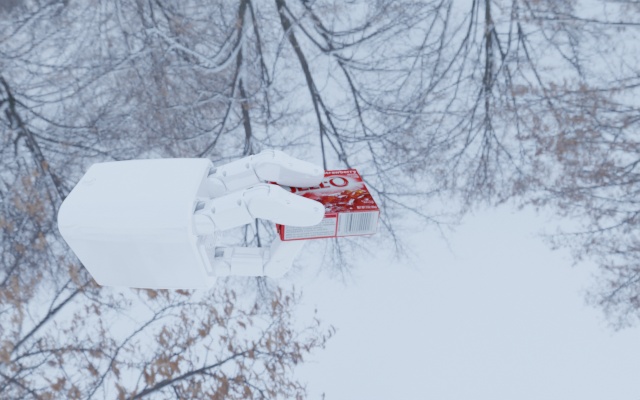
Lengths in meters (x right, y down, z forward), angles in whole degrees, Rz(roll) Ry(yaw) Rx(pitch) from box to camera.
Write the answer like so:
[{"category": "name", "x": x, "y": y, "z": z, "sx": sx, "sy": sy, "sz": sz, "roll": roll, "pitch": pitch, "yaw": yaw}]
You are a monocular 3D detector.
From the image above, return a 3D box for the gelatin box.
[{"category": "gelatin box", "x": 0.000, "y": 0.002, "z": 0.433, "sx": 0.089, "sy": 0.030, "sz": 0.073, "roll": -3, "pitch": 33, "yaw": -13}]
